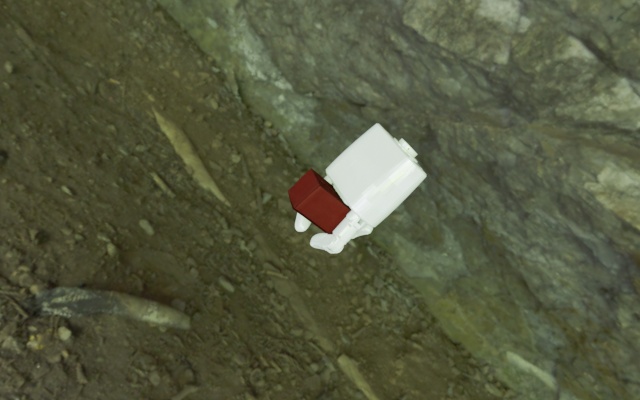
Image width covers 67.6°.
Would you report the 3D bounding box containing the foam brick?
[{"bbox_3d":[0.000,0.002,0.686,0.078,0.051,0.053,38,16,-32],"label":"foam brick"}]
